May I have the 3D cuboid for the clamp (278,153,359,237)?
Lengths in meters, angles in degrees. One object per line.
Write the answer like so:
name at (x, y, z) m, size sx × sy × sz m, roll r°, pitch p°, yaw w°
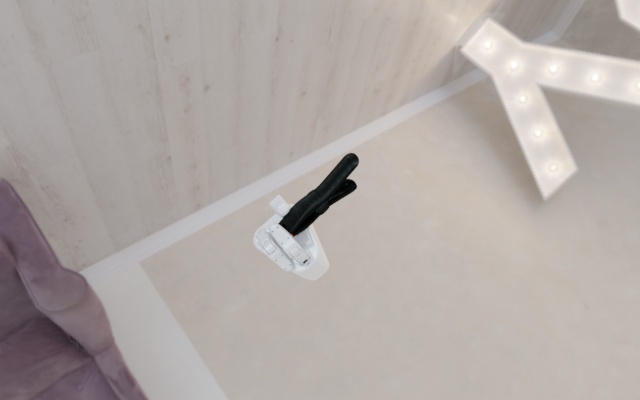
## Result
clamp at (0.000, 0.003, 0.764) m, size 0.171 × 0.039 × 0.120 m, roll -41°, pitch -22°, yaw -2°
